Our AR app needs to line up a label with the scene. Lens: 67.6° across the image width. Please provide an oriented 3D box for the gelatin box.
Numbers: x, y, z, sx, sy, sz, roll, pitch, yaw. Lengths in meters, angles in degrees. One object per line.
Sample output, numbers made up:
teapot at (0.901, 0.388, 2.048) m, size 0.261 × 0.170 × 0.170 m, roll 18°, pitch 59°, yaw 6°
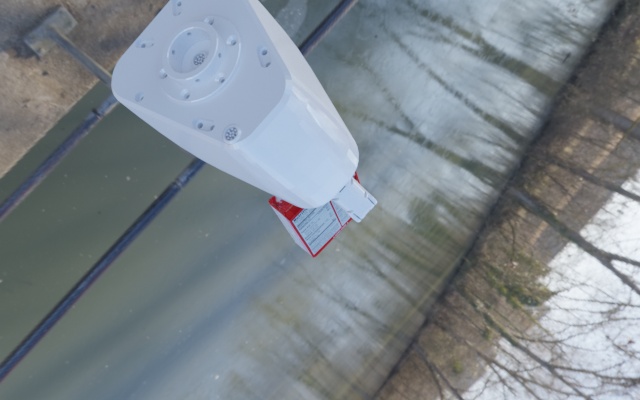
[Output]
gelatin box at (0.000, 0.002, 0.414) m, size 0.030 × 0.073 × 0.089 m, roll 38°, pitch -12°, yaw 28°
